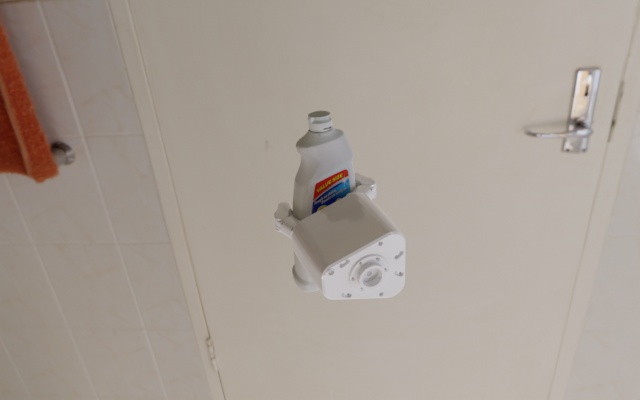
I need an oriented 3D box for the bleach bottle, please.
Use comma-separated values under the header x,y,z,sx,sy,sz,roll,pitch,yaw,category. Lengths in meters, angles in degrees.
x,y,z,sx,sy,sz,roll,pitch,yaw,category
0.000,0.002,0.665,0.102,0.251,0.068,-13,29,-16,bleach bottle
